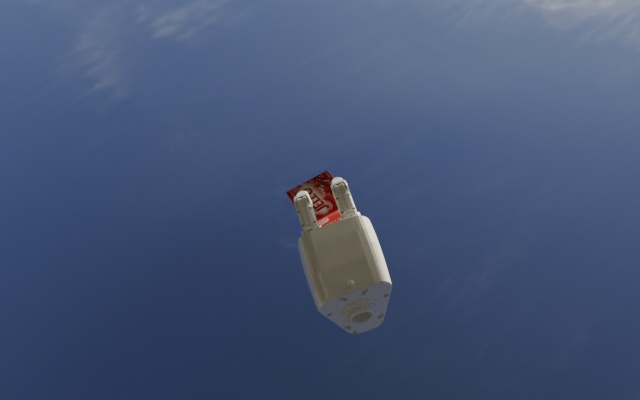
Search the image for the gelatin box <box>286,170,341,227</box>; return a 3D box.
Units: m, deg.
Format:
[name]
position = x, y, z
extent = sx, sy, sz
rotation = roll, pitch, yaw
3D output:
[gelatin box]
position = 0.000, 0.002, 0.706
extent = 0.073, 0.030, 0.089
rotation = -29, 43, -8
